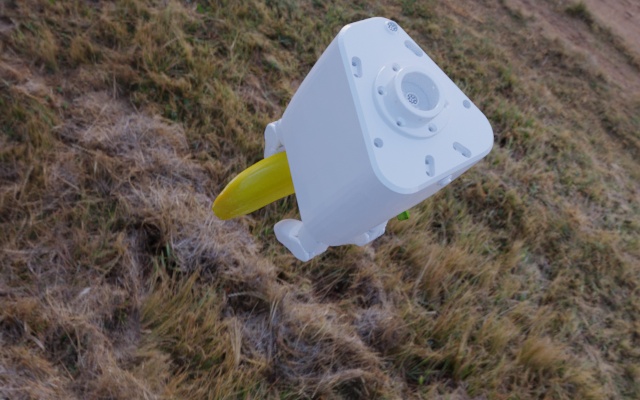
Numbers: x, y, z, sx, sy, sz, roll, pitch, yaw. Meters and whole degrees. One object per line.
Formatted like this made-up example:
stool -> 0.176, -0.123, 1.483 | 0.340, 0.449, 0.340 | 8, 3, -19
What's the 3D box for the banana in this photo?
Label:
banana -> 0.003, -0.017, 0.427 | 0.198, 0.069, 0.037 | 1, -7, -25
